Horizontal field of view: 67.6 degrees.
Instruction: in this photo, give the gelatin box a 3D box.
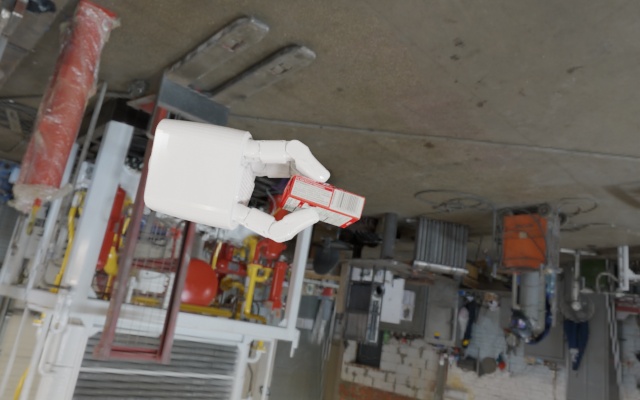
[{"bbox_3d":[0.000,0.002,0.568,0.089,0.030,0.073,19,-14,-7],"label":"gelatin box"}]
